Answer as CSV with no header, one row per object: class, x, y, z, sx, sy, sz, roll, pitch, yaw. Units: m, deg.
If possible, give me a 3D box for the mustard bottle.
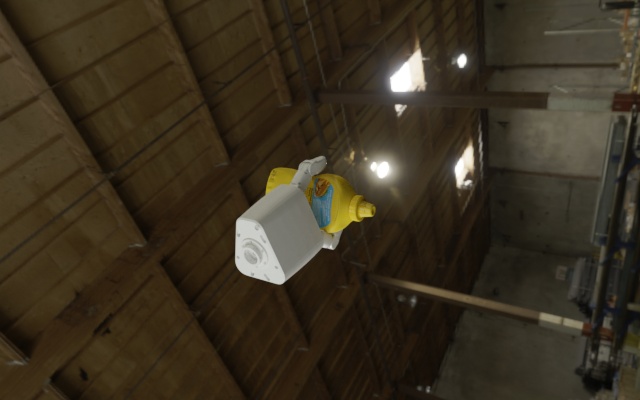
mustard bottle,0.000,0.002,0.785,0.191,0.096,0.058,9,7,31
